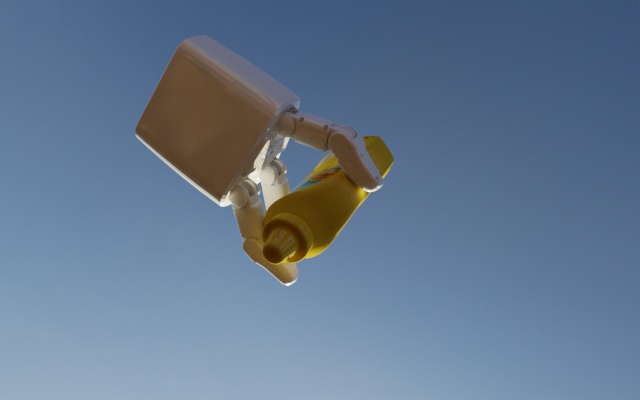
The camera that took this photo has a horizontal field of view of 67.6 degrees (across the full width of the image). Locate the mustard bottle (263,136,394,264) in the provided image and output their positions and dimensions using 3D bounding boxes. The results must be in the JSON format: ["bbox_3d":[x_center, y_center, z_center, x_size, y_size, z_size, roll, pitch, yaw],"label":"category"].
[{"bbox_3d":[0.000,0.002,0.440,0.096,0.058,0.191,-28,10,33],"label":"mustard bottle"}]
